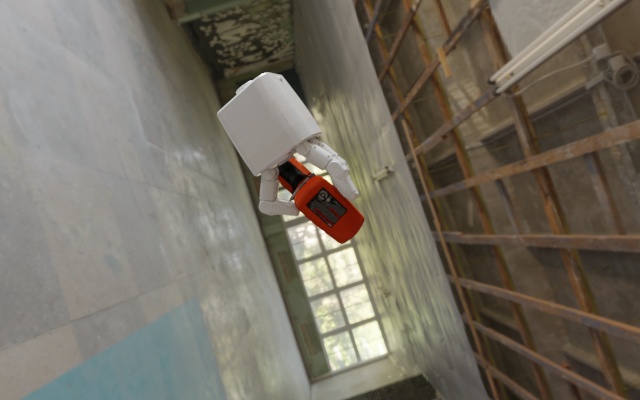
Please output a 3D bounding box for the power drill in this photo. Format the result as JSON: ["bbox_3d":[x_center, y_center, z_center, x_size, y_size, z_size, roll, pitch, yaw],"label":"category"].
[{"bbox_3d":[0.000,0.002,0.741,0.184,0.057,0.187,40,0,-21],"label":"power drill"}]
